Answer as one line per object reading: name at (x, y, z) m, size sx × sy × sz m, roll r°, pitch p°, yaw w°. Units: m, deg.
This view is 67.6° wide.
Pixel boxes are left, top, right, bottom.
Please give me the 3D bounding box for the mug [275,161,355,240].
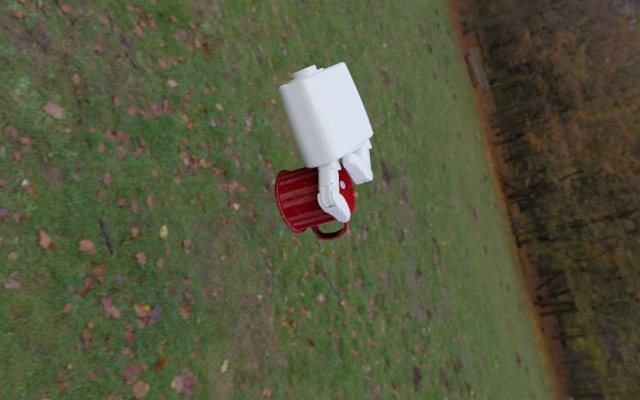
mug at (0.001, 0.003, 0.659) m, size 0.081 × 0.117 × 0.093 m, roll -16°, pitch 18°, yaw 23°
